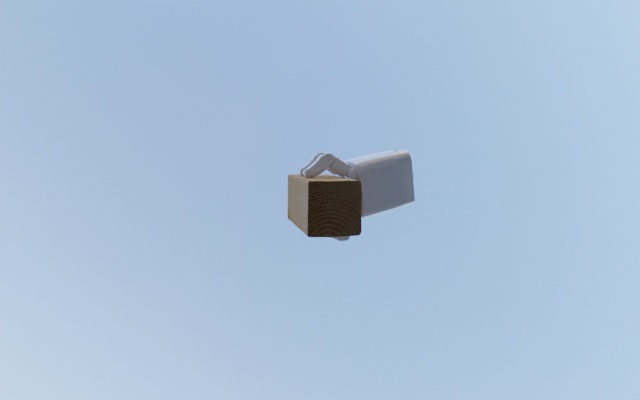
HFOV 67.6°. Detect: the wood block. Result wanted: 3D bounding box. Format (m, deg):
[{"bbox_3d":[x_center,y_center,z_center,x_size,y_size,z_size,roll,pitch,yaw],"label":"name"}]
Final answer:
[{"bbox_3d":[0.000,0.003,0.849,0.090,0.091,0.206,-1,6,-12],"label":"wood block"}]
